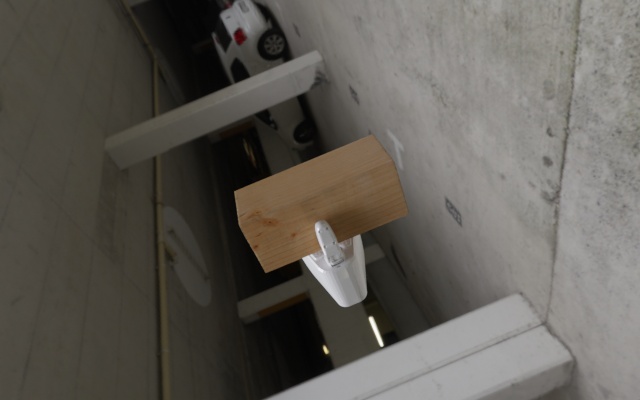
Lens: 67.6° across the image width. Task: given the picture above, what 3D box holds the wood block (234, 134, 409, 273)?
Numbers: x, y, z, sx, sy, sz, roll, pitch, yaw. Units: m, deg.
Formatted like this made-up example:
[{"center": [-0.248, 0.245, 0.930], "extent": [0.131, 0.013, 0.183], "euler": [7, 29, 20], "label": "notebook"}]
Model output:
[{"center": [0.000, 0.003, 0.642], "extent": [0.206, 0.090, 0.090], "euler": [-23, 34, 0], "label": "wood block"}]
